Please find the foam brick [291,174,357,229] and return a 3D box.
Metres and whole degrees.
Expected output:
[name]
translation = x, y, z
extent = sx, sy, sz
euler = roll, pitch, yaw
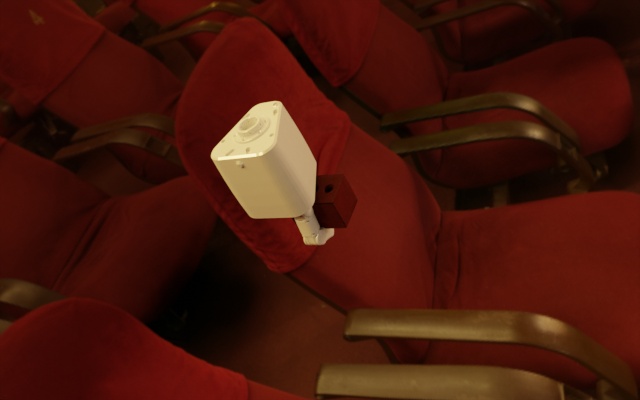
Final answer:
[foam brick]
translation = 0.000, 0.002, 0.640
extent = 0.078, 0.053, 0.051
euler = -2, -44, 28
